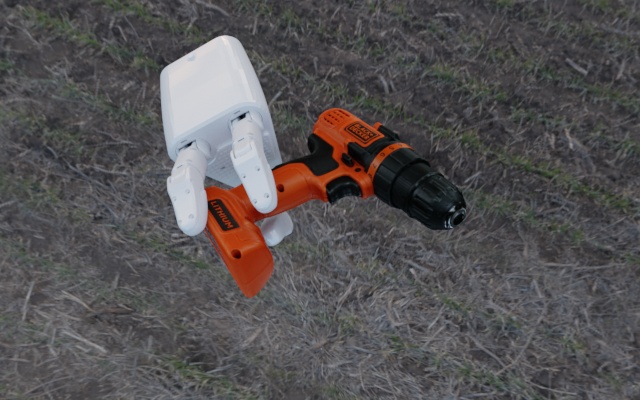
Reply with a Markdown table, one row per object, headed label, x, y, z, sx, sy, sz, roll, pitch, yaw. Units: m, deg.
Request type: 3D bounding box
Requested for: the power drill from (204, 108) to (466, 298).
| label | x | y | z | sx | sy | sz | roll | pitch | yaw |
| --- | --- | --- | --- | --- | --- | --- | --- | --- | --- |
| power drill | 0.000 | 0.001 | 0.405 | 0.187 | 0.057 | 0.184 | -29 | 42 | -18 |
